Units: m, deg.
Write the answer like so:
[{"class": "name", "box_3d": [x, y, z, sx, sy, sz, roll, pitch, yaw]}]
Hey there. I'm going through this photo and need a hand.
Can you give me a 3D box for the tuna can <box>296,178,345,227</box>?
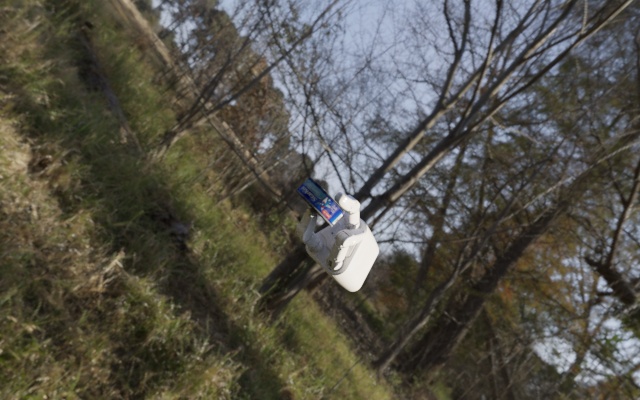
[{"class": "tuna can", "box_3d": [0.001, 0.002, 0.795, 0.034, 0.086, 0.086, -45, -3, -3]}]
